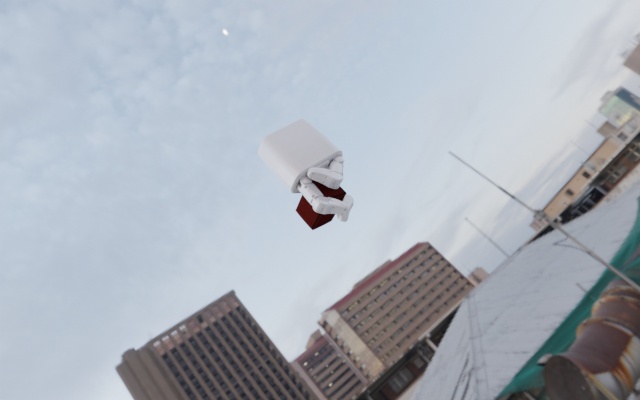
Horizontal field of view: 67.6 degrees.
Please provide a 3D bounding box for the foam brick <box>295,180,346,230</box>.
[{"bbox_3d":[0.000,0.003,0.848,0.053,0.078,0.051,-22,59,-43],"label":"foam brick"}]
